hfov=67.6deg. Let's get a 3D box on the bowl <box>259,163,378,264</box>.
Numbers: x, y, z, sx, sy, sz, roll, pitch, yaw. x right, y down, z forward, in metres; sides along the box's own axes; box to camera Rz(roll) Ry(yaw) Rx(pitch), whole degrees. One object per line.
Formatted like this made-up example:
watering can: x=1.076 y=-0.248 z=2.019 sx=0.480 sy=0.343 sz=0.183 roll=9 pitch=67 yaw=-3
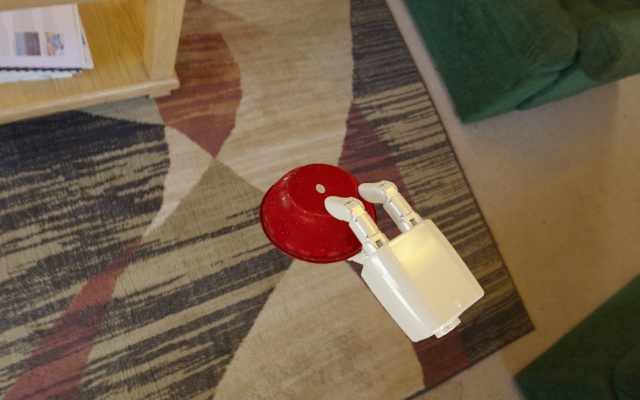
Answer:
bowl: x=-0.001 y=0.001 z=0.631 sx=0.162 sy=0.162 sz=0.055 roll=0 pitch=-41 yaw=-7
